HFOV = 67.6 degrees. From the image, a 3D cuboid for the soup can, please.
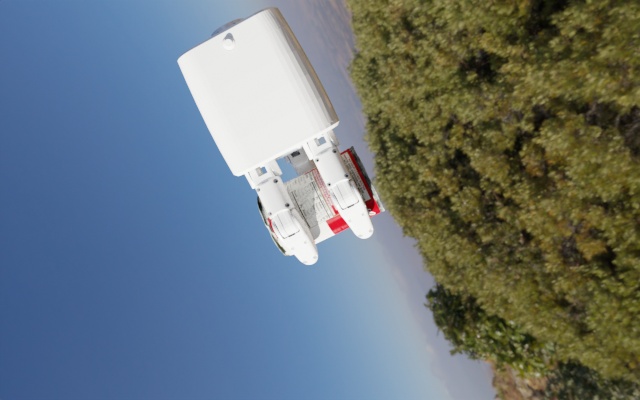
[{"bbox_3d":[0.000,0.002,0.452,0.102,0.068,0.068,-26,-3,5],"label":"soup can"}]
